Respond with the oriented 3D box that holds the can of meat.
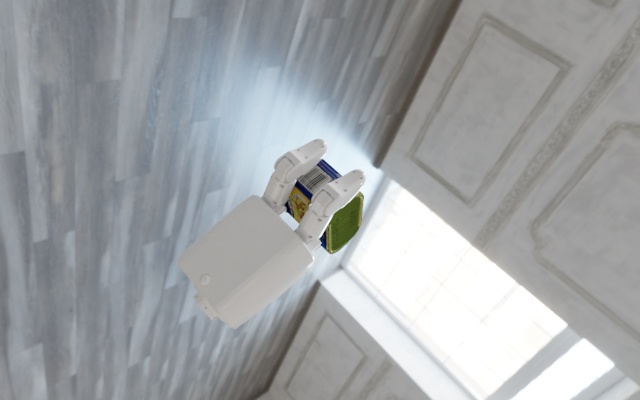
[{"bbox_3d":[0.000,0.002,0.531,0.057,0.084,0.102,-38,-26,-19],"label":"can of meat"}]
